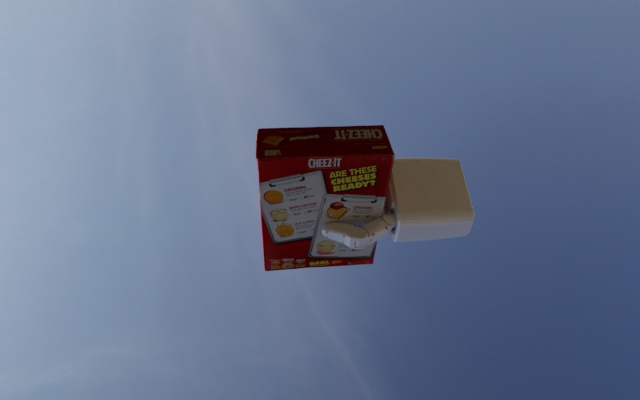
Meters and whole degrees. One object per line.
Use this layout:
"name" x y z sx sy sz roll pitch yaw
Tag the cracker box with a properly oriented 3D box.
"cracker box" 0.000 0.002 0.649 0.164 0.214 0.072 -3 45 -6
